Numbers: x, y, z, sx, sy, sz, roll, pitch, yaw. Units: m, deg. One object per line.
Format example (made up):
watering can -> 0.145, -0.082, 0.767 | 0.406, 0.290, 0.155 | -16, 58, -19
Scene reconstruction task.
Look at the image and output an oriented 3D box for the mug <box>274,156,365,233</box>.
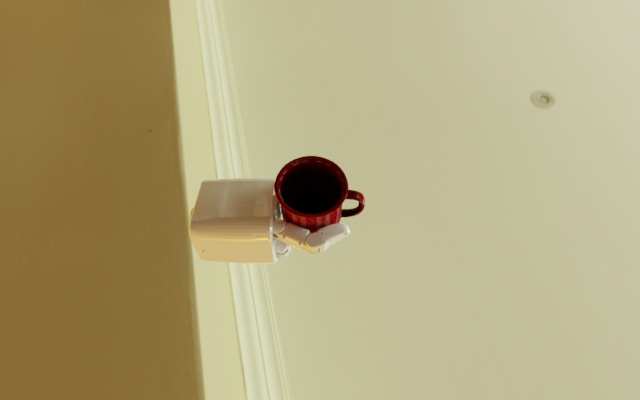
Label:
mug -> 0.002, 0.002, 0.632 | 0.117, 0.093, 0.081 | 1, -31, 0
